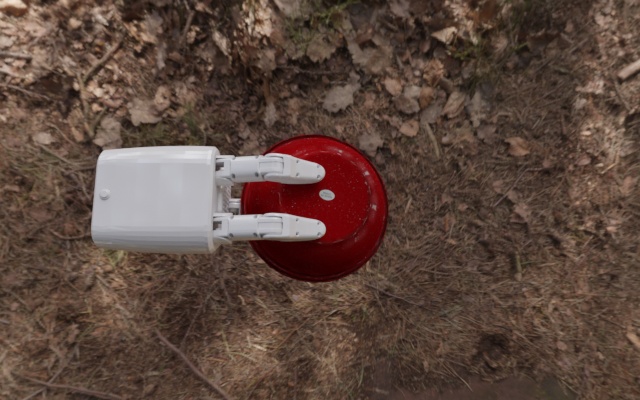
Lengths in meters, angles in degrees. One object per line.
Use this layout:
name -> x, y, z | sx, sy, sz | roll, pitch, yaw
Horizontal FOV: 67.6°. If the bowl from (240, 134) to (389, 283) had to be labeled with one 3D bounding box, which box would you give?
bowl -> 0.001, 0.001, 0.487 | 0.162, 0.162, 0.055 | 0, -11, -11
